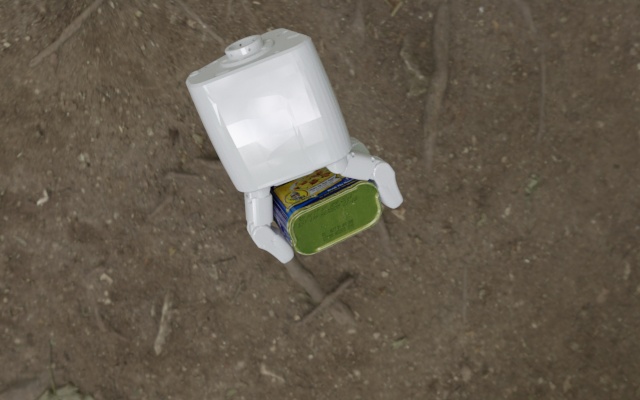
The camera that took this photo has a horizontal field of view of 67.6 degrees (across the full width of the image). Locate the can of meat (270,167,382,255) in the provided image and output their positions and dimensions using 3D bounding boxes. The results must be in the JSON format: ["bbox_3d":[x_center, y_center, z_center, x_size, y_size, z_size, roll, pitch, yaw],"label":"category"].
[{"bbox_3d":[0.000,0.002,0.484,0.102,0.057,0.084,-25,31,-12],"label":"can of meat"}]
